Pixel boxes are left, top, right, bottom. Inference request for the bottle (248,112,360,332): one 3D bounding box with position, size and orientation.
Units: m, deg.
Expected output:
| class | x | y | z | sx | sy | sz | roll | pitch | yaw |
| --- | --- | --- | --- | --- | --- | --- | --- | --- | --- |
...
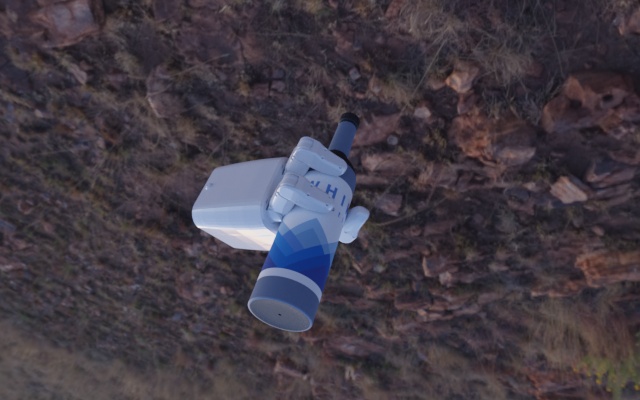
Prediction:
| class | x | y | z | sx | sy | sz | roll | pitch | yaw |
| --- | --- | --- | --- | --- | --- | --- | --- | --- | --- |
| bottle | 0.000 | 0.002 | 0.553 | 0.069 | 0.295 | 0.069 | 12 | -38 | 10 |
